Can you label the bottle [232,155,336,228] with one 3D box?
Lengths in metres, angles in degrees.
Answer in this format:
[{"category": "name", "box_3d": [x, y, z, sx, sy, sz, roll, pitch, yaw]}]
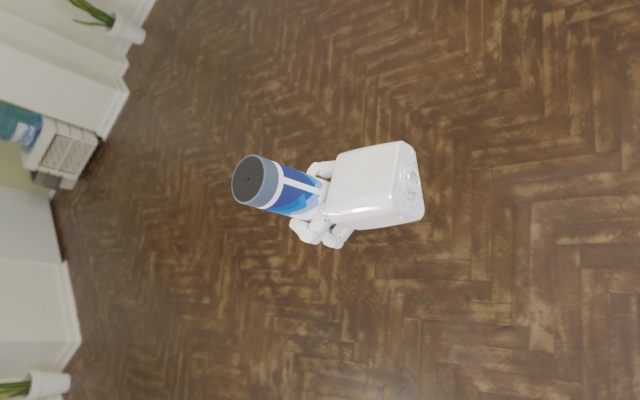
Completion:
[{"category": "bottle", "box_3d": [0.000, 0.002, 0.730, 0.069, 0.069, 0.296, 0, -12, 41]}]
